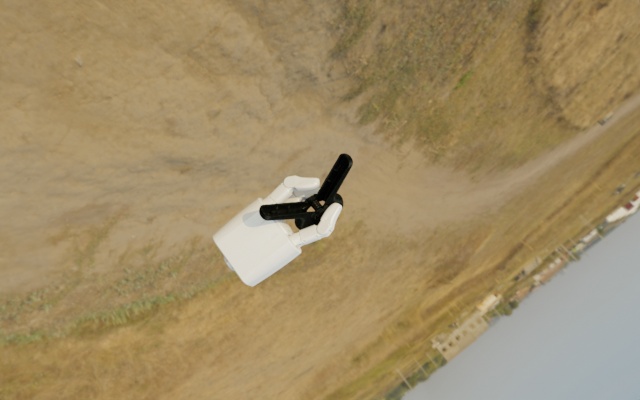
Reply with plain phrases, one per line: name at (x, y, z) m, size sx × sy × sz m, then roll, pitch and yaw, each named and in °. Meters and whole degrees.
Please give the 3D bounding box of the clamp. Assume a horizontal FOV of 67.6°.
clamp at (0.000, 0.004, 0.808) m, size 0.164 × 0.036 × 0.210 m, roll -35°, pitch -22°, yaw 3°
